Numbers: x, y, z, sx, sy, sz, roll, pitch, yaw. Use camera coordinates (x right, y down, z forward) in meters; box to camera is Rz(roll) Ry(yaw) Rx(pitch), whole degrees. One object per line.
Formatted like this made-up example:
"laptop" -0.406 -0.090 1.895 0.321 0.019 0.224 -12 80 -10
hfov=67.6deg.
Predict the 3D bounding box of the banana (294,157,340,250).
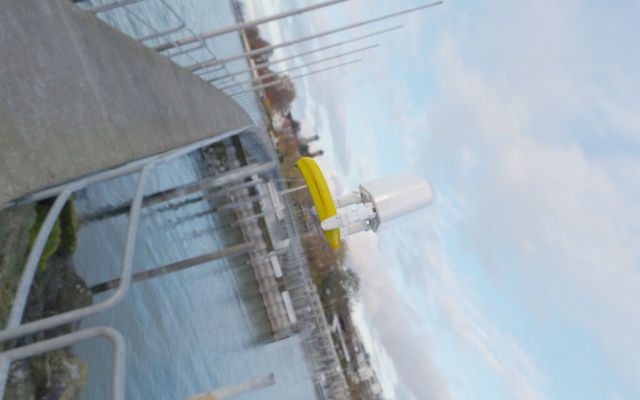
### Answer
"banana" -0.001 -0.008 0.871 0.037 0.197 0.070 -19 -23 -8
